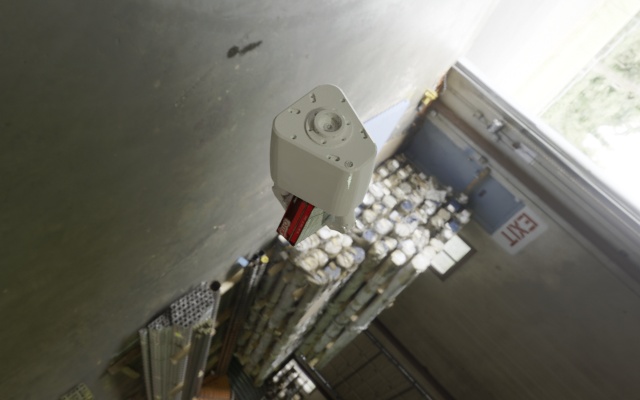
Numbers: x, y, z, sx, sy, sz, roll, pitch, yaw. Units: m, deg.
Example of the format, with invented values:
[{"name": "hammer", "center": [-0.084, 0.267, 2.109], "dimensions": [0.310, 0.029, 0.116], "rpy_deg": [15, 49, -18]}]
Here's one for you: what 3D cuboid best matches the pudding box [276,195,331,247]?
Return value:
[{"name": "pudding box", "center": [0.000, 0.002, 0.642], "dimensions": [0.039, 0.090, 0.113], "rpy_deg": [44, 41, 17]}]
